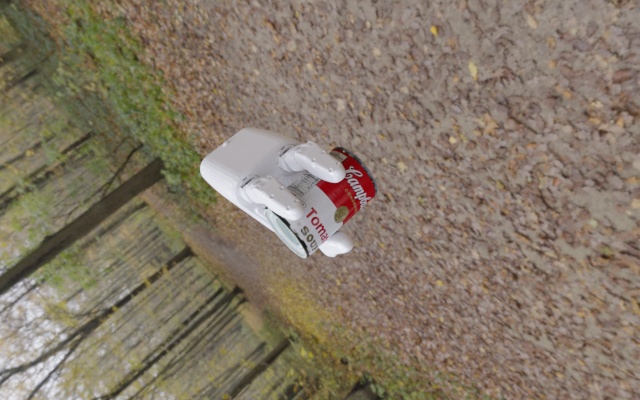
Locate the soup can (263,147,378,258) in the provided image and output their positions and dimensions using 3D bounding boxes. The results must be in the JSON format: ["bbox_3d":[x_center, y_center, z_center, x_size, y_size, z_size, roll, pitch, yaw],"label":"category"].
[{"bbox_3d":[0.000,0.002,0.492,0.102,0.068,0.068,-41,14,-17],"label":"soup can"}]
